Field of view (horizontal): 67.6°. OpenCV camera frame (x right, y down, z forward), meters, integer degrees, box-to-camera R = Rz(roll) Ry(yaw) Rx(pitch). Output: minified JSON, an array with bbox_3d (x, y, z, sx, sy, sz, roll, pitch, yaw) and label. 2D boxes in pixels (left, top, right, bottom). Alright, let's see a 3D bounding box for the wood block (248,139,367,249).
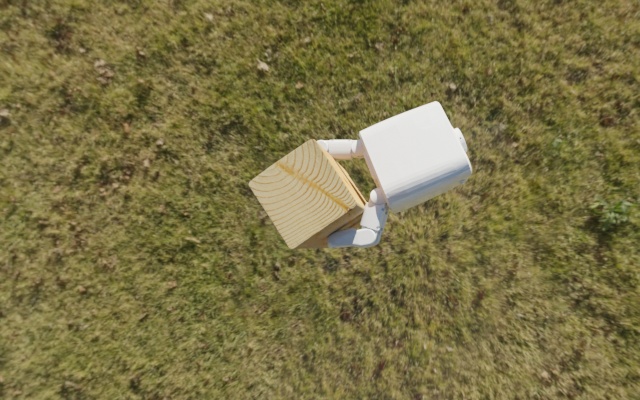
[{"bbox_3d":[0.000,0.001,0.608,0.090,0.091,0.206,-34,-11,6],"label":"wood block"}]
